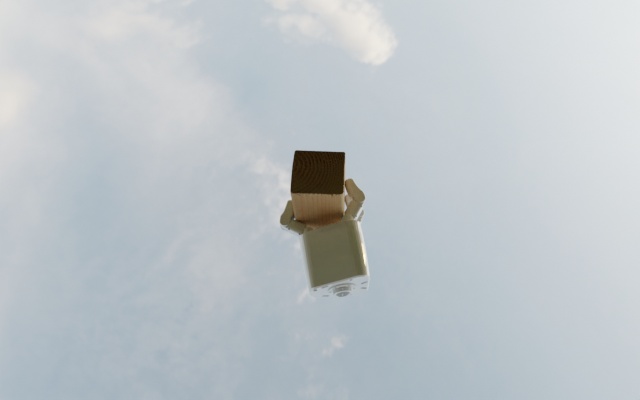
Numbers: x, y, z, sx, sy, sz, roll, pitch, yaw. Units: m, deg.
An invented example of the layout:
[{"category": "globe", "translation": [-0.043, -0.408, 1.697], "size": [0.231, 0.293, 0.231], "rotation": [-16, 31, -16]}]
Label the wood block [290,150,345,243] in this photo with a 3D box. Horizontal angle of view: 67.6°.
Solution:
[{"category": "wood block", "translation": [0.000, 0.003, 0.890], "size": [0.091, 0.090, 0.206], "rotation": [2, -30, 3]}]
